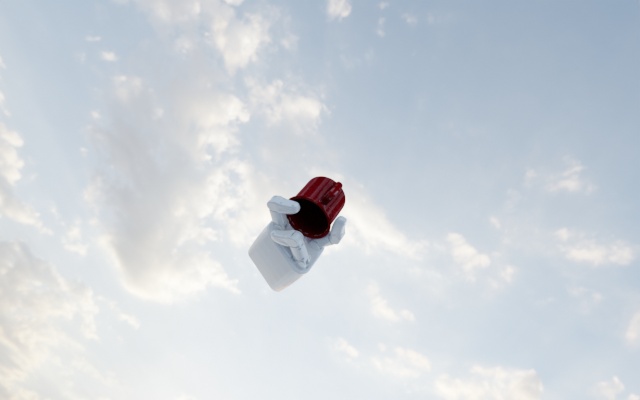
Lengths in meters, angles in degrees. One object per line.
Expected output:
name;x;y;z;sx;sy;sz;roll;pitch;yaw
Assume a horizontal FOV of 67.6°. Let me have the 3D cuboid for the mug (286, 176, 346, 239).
mug;0.001;0.002;0.856;0.117;0.093;0.081;-45;4;46
